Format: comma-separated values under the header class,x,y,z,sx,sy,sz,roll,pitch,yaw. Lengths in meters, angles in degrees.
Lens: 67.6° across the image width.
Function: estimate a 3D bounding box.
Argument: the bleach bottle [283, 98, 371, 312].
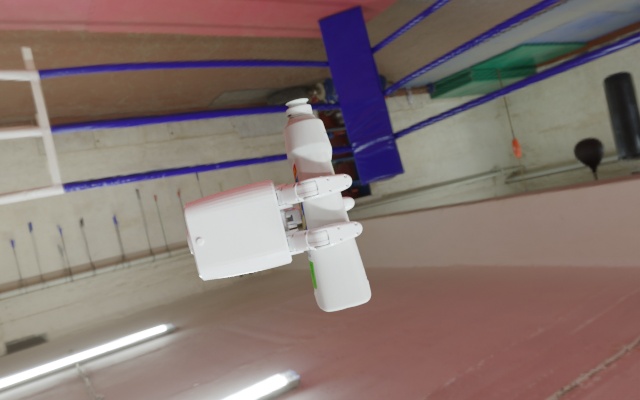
class,x,y,z,sx,sy,sz,roll,pitch,yaw
bleach bottle,0.000,0.002,0.590,0.068,0.251,0.102,-14,0,-4
